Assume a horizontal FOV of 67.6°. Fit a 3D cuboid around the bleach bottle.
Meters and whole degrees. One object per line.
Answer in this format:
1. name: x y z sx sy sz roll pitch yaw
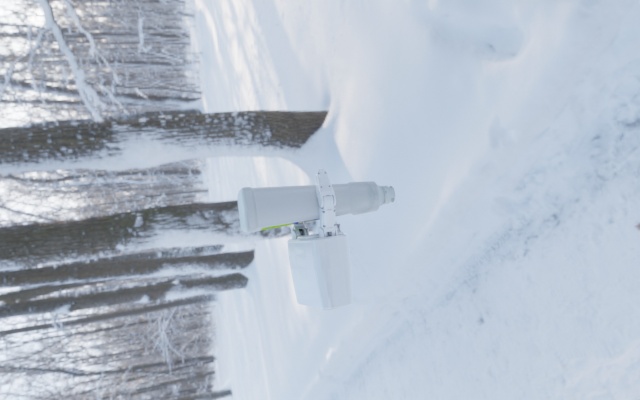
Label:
1. bleach bottle: 0.000 0.002 0.754 0.251 0.068 0.102 -6 -2 -15
